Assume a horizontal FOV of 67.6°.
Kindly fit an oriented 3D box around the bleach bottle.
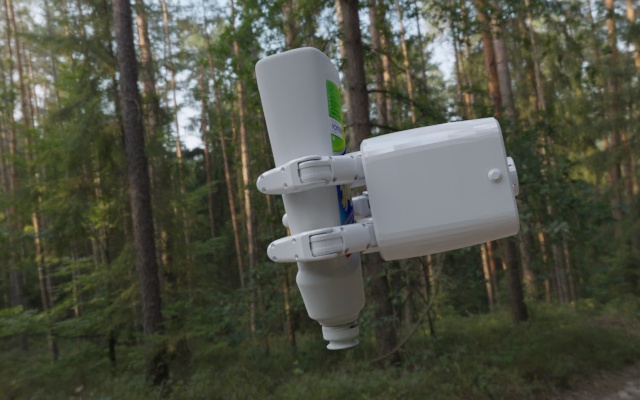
[{"bbox_3d":[0.000,0.001,0.428,0.068,0.251,0.102,-11,-4,13],"label":"bleach bottle"}]
